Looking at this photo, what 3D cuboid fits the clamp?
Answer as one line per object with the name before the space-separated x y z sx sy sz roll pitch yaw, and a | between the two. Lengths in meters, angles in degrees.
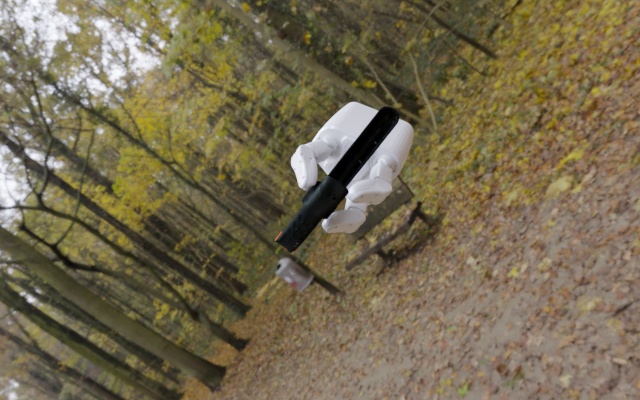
clamp | -0.001 0.001 0.520 0.210 0.036 0.164 -51 0 37
